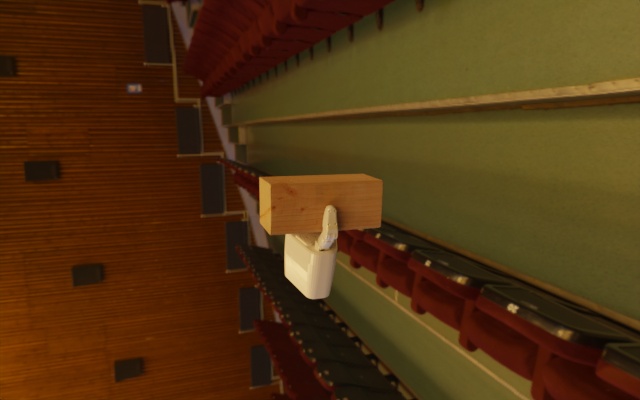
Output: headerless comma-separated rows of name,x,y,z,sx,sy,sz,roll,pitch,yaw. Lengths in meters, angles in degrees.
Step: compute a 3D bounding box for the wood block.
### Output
wood block,0.000,0.003,0.868,0.206,0.090,0.091,-3,13,-19
